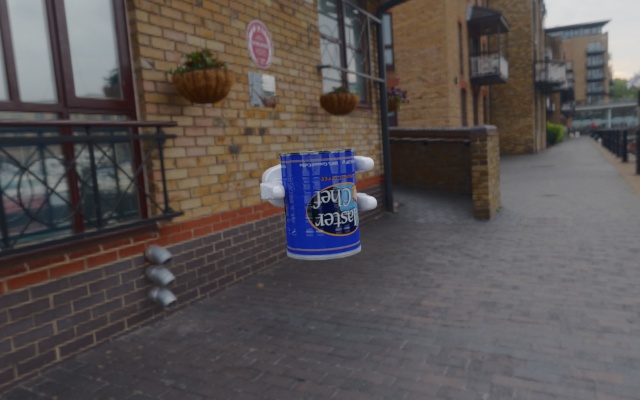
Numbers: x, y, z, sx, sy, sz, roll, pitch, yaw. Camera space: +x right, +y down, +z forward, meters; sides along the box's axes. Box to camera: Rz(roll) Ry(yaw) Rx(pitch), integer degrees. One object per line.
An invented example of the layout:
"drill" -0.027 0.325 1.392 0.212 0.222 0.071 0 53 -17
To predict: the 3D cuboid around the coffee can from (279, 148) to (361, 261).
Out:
"coffee can" 0.000 0.002 0.653 0.103 0.140 0.103 -4 6 0
